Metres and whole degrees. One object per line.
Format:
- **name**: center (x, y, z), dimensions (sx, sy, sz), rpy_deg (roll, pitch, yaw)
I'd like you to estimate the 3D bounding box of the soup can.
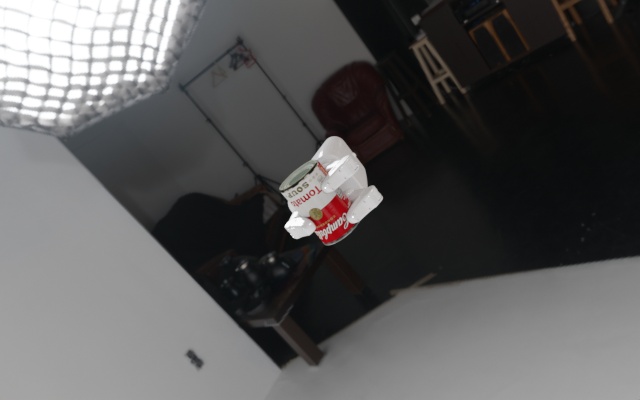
- **soup can**: center (0.000, 0.002, 0.661), dimensions (0.068, 0.102, 0.068), rpy_deg (-36, 16, 12)
